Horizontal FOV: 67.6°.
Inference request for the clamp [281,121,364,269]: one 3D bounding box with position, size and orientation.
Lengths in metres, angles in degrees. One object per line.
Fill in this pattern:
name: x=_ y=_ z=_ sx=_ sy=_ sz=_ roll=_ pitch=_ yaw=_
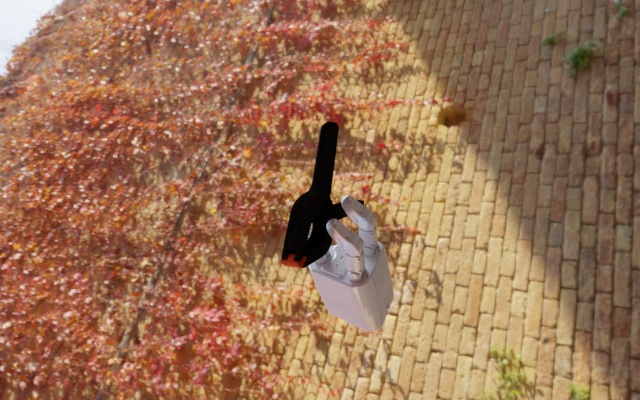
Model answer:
clamp: x=-0.001 y=0.003 z=0.659 sx=0.036 sy=0.165 sz=0.210 roll=2 pitch=37 yaw=30
